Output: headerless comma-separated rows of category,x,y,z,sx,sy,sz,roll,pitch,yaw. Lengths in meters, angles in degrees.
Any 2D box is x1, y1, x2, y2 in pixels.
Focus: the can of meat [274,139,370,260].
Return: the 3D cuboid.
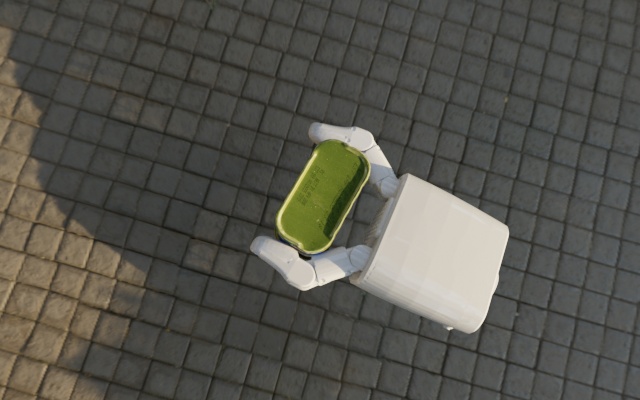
can of meat,0.000,0.001,0.429,0.057,0.102,0.084,29,-9,1
